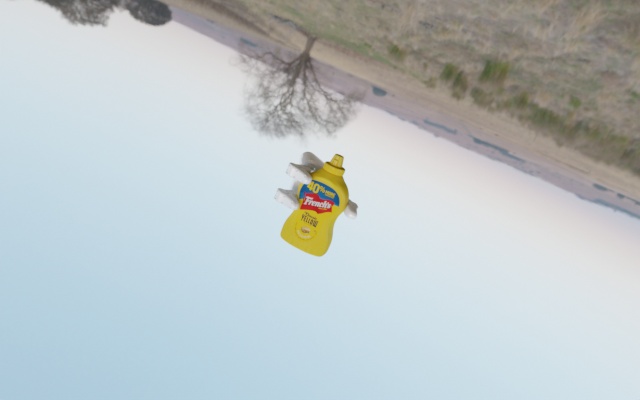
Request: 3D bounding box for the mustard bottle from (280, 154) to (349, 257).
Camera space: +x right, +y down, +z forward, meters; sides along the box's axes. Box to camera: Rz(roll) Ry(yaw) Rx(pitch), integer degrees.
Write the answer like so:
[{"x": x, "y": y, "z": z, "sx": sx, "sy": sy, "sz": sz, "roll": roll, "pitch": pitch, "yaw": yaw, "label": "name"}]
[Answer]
[{"x": 0.000, "y": 0.003, "z": 0.894, "sx": 0.096, "sy": 0.192, "sz": 0.058, "roll": 26, "pitch": 16, "yaw": 14, "label": "mustard bottle"}]
